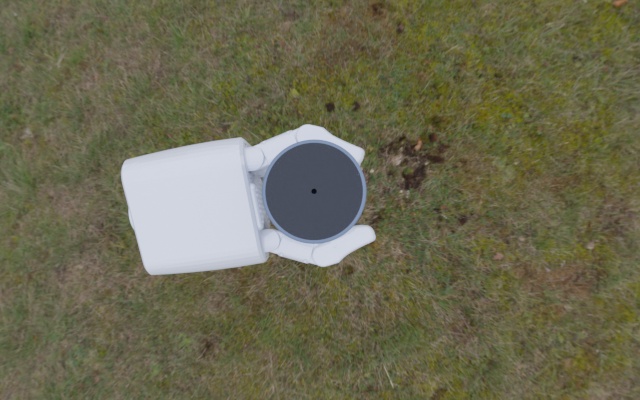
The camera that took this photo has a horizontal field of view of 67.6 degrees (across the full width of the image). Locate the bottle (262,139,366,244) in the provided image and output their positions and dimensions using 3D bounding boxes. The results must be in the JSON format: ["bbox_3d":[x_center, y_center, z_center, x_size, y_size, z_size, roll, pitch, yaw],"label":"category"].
[{"bbox_3d":[0.000,0.001,0.447,0.069,0.069,0.296,0,-3,2],"label":"bottle"}]
